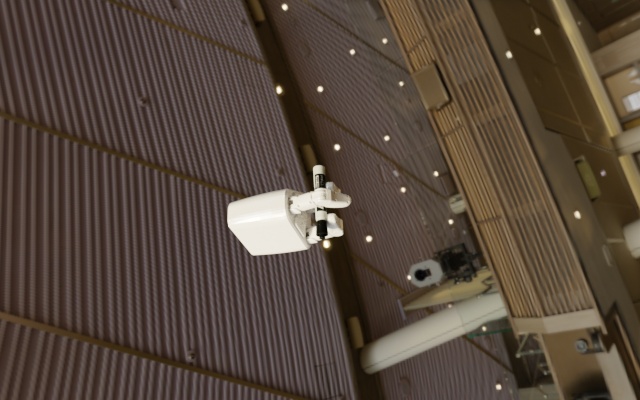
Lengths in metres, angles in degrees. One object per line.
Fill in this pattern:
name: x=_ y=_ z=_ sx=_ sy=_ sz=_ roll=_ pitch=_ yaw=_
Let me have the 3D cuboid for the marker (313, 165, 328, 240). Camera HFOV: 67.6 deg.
marker: x=0.000 y=0.002 z=0.738 sx=0.020 sy=0.121 sz=0.020 roll=-2 pitch=-24 yaw=-1
